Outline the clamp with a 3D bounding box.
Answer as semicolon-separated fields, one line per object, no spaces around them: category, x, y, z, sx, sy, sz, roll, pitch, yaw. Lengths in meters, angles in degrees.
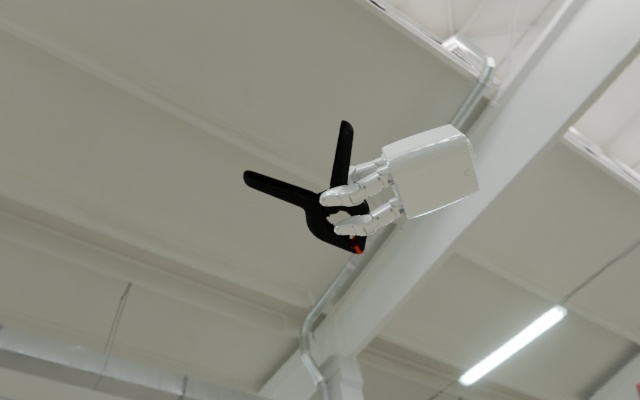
clamp;0.001;0.002;0.682;0.164;0.210;0.036;-19;33;12
